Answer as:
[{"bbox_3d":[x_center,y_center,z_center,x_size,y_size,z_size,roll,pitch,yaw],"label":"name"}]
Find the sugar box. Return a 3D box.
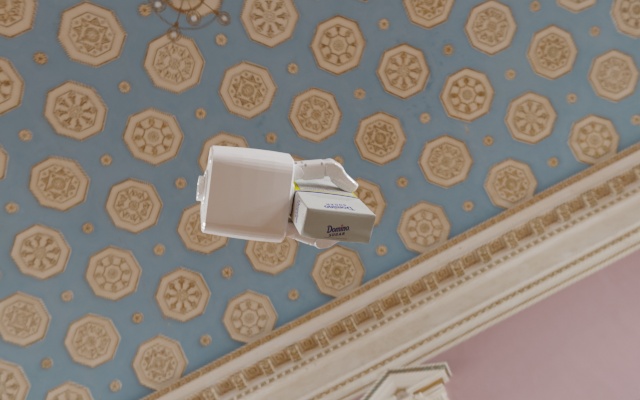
[{"bbox_3d":[0.000,0.003,0.656,0.093,0.048,0.176,7,20,-18],"label":"sugar box"}]
